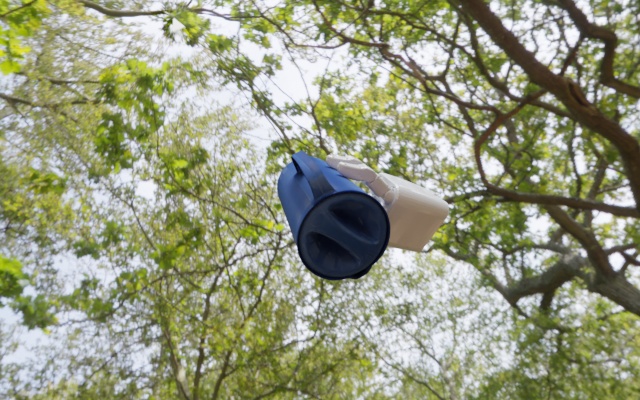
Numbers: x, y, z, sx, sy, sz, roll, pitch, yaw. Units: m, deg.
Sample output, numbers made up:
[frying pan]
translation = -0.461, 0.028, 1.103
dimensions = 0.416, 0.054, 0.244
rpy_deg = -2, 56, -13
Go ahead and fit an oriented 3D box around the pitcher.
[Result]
[pitcher]
translation = 0.000, 0.003, 0.743
dimensions = 0.145, 0.149, 0.242
rpy_deg = 14, 16, -20
